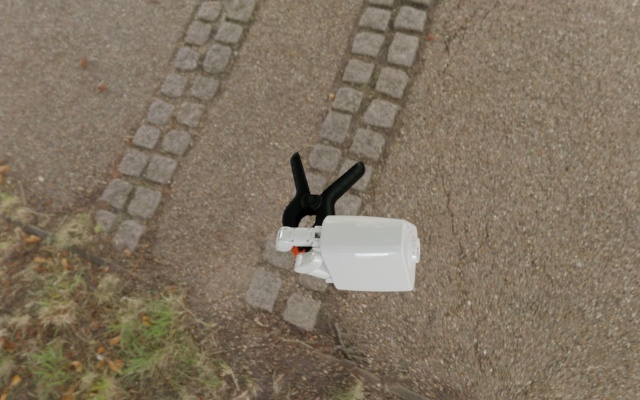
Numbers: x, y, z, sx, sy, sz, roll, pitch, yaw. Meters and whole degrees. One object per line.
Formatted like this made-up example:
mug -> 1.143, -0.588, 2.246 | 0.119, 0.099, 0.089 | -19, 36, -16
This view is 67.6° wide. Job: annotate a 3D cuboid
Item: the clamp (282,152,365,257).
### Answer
clamp -> 0.000, 0.002, 0.709 | 0.120, 0.171, 0.039 | 0, -25, 21
